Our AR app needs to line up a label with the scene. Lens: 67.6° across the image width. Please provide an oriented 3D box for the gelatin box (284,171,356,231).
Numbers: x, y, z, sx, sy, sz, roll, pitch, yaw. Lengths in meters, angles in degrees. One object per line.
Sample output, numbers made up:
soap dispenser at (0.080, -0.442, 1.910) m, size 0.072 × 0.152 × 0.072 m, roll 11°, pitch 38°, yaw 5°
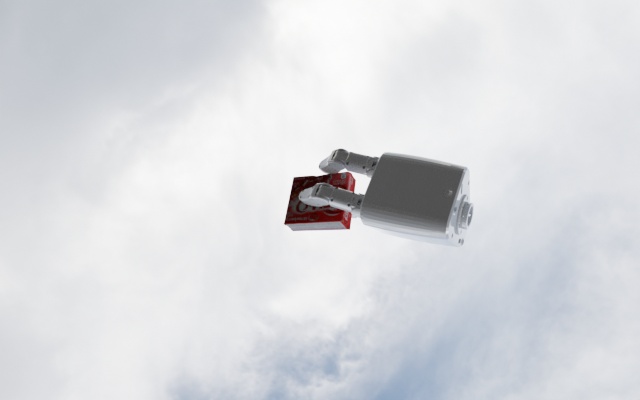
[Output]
gelatin box at (0.000, 0.002, 0.641) m, size 0.089 × 0.073 × 0.030 m, roll -4°, pitch -28°, yaw 27°
